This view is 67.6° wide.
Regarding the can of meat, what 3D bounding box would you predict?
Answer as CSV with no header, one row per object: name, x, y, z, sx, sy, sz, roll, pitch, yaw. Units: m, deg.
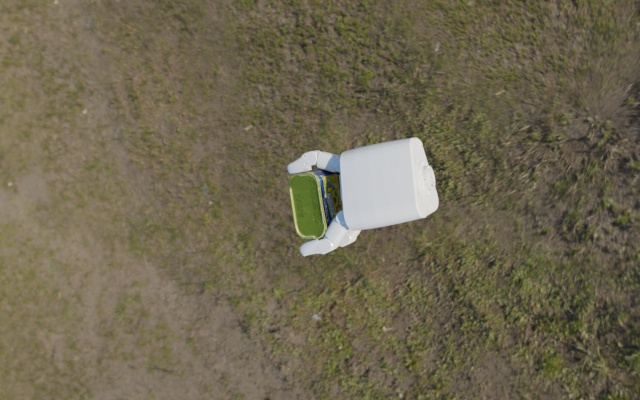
can of meat,0.000,0.002,0.713,0.057,0.102,0.084,-7,5,30
